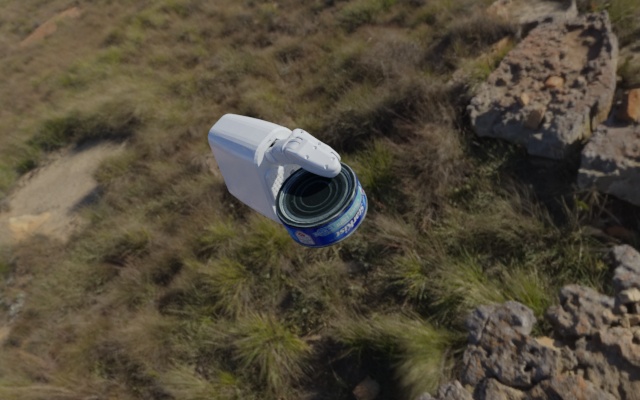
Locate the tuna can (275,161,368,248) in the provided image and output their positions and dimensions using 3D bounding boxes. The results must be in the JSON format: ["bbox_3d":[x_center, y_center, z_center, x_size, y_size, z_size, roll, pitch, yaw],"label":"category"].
[{"bbox_3d":[0.000,0.001,0.463,0.086,0.086,0.034,0,-38,26],"label":"tuna can"}]
